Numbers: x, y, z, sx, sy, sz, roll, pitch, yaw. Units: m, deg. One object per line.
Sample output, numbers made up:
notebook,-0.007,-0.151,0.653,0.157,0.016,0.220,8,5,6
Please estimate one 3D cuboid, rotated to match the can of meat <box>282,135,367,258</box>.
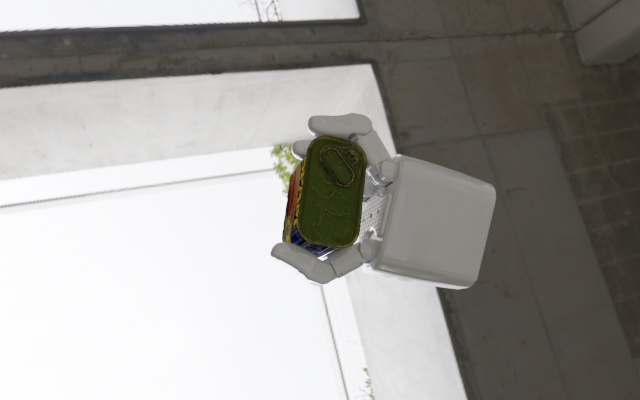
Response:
can of meat,0.000,0.002,0.459,0.057,0.102,0.084,12,-18,-14
